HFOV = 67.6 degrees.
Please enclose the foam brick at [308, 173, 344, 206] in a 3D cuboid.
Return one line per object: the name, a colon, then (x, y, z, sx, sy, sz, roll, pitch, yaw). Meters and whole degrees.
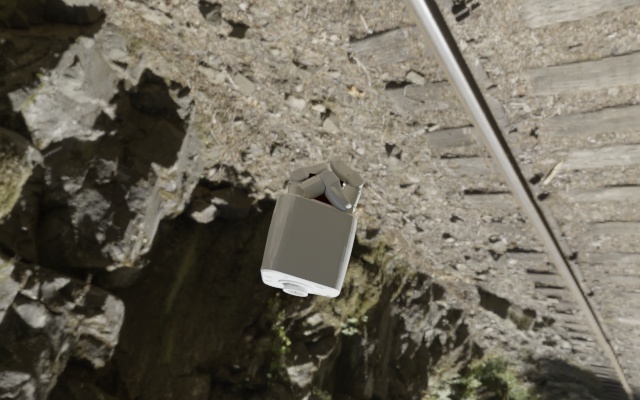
foam brick: (0.000, 0.002, 0.699, 0.053, 0.051, 0.078, 13, -21, 1)
